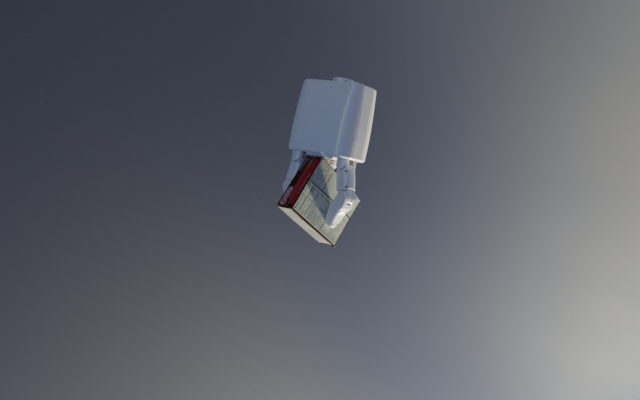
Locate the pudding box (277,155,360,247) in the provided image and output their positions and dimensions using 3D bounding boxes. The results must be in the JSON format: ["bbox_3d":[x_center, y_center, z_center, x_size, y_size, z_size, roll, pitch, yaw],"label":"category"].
[{"bbox_3d":[0.000,0.002,0.702,0.039,0.090,0.113,12,-25,49],"label":"pudding box"}]
